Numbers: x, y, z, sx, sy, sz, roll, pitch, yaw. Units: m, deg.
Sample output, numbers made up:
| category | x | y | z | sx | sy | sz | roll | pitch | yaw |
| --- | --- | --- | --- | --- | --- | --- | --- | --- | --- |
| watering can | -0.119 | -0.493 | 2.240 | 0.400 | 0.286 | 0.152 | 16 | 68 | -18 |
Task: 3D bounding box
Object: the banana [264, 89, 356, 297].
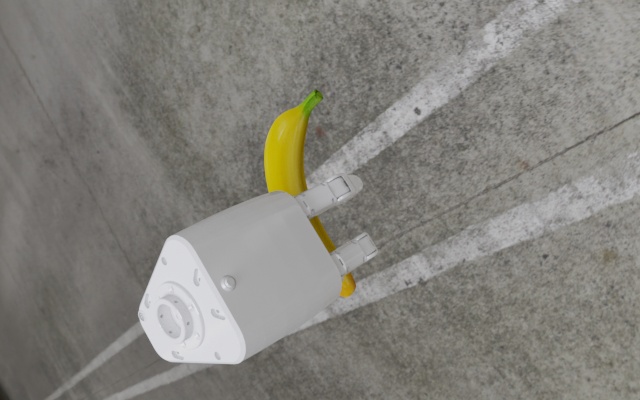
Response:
| category | x | y | z | sx | sy | sz | roll | pitch | yaw |
| --- | --- | --- | --- | --- | --- | --- | --- | --- | --- |
| banana | -0.016 | 0.000 | 0.458 | 0.069 | 0.198 | 0.037 | -6 | 9 | 34 |
